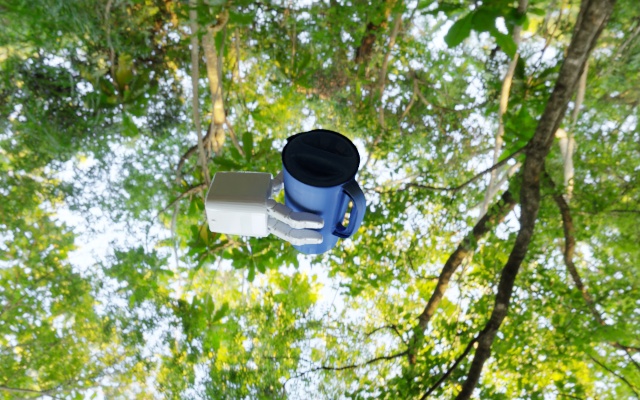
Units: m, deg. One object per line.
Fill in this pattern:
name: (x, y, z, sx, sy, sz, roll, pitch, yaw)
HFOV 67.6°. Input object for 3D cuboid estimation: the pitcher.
pitcher: (0.000, 0.003, 0.880, 0.145, 0.149, 0.243, 3, -38, -2)
